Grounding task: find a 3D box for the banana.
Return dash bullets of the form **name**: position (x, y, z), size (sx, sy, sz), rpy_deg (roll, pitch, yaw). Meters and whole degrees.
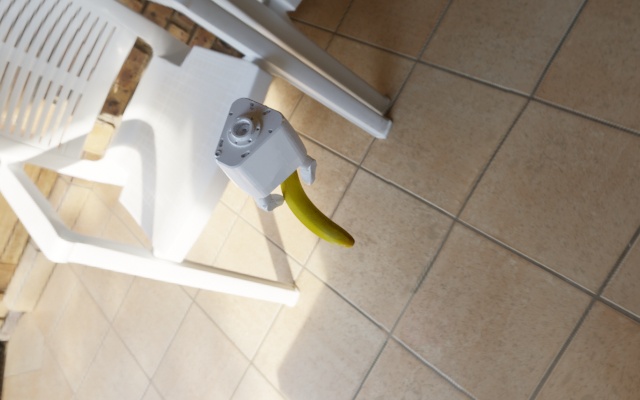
- **banana**: position (-0.018, 0.008, 0.817), size (0.069, 0.197, 0.037), rpy_deg (-25, -22, -18)
